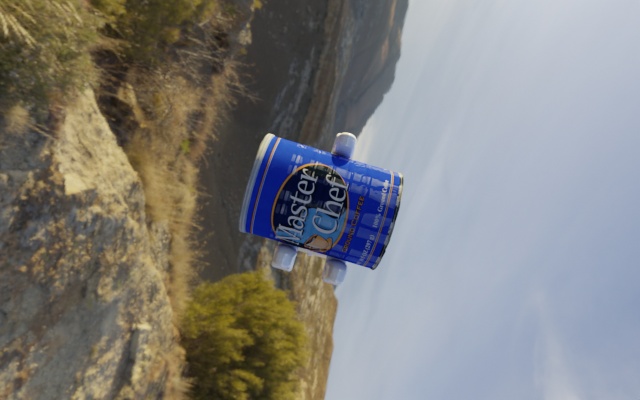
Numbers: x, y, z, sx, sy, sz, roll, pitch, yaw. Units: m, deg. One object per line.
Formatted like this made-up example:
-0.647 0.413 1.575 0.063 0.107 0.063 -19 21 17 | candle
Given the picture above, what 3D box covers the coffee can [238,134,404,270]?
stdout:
0.000 0.001 0.482 0.140 0.103 0.103 17 0 -1 | coffee can
